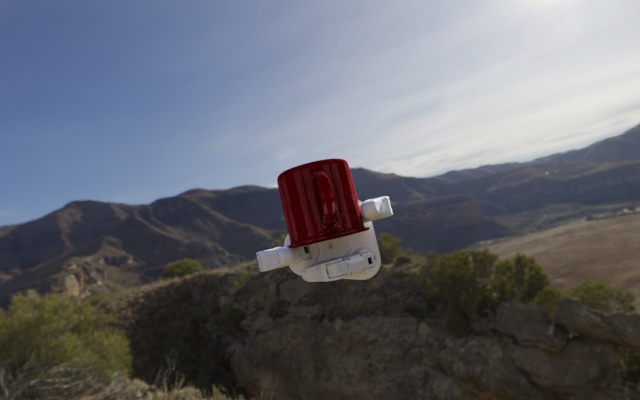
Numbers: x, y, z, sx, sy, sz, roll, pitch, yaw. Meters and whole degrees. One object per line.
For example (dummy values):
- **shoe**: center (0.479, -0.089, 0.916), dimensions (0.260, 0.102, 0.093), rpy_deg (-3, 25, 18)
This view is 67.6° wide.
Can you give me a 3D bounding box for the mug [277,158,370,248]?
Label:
- **mug**: center (0.000, 0.001, 0.511), dimensions (0.093, 0.081, 0.117), rpy_deg (-13, -6, -4)
